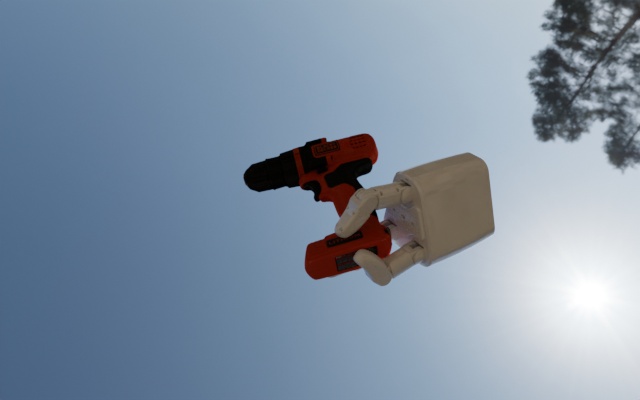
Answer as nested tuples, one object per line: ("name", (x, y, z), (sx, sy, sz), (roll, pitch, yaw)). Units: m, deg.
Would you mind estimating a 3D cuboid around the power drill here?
("power drill", (0.000, 0.002, 0.603), (0.184, 0.187, 0.057), (-16, -36, 1))
